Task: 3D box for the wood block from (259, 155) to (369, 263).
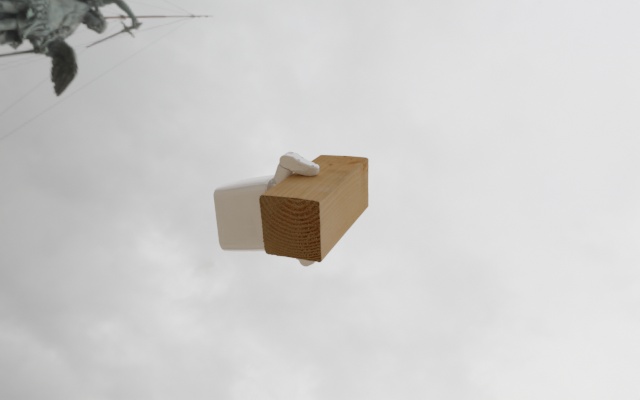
[{"bbox_3d":[0.000,0.002,0.723,0.090,0.091,0.206,6,23,22],"label":"wood block"}]
